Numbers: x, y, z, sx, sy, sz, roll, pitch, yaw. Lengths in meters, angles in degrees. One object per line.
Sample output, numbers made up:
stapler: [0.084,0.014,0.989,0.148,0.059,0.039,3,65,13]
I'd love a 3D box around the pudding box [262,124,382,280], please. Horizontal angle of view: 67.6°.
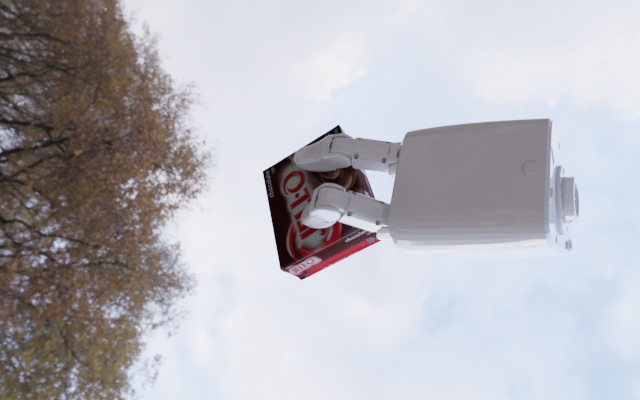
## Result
pudding box: [0.000,0.001,0.424,0.090,0.113,0.039,-29,-40,18]
